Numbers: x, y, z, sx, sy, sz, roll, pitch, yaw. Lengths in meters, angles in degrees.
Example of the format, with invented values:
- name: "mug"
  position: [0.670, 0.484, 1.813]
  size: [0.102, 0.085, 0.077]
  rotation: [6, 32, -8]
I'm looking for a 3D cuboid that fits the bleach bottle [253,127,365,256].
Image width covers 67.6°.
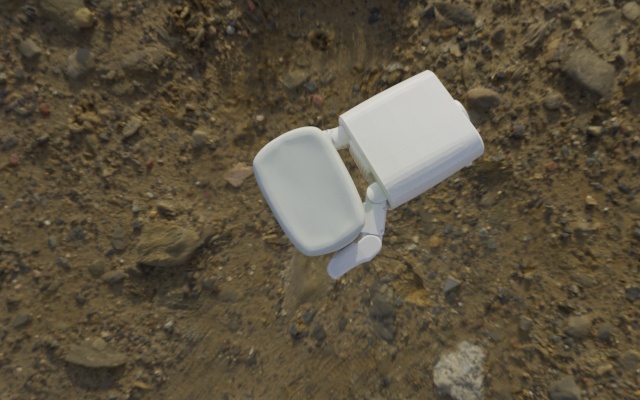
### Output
- name: "bleach bottle"
  position: [0.000, 0.002, 0.490]
  size: [0.068, 0.102, 0.251]
  rotation: [-28, -5, 2]
